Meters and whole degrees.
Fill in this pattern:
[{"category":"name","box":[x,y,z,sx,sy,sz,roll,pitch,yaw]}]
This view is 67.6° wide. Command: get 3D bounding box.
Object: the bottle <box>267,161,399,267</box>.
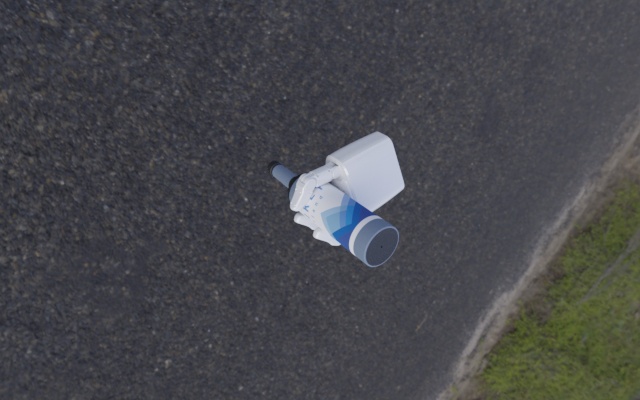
[{"category":"bottle","box":[0.000,0.003,0.774,0.069,0.069,0.295,0,25,-41]}]
